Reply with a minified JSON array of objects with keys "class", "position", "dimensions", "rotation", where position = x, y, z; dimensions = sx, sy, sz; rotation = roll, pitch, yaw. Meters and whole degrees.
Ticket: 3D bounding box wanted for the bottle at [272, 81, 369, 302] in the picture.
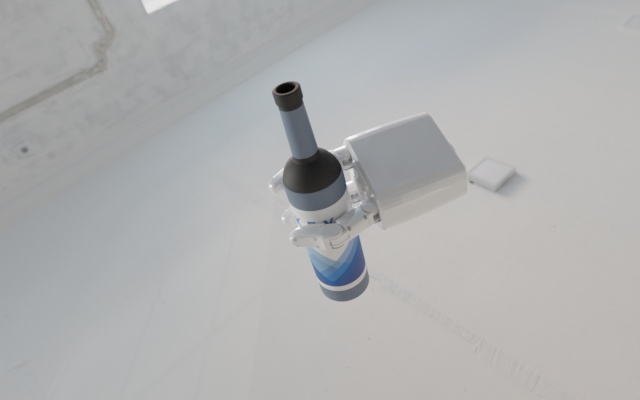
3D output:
[{"class":"bottle","position":[0.000,0.002,0.539],"dimensions":[0.069,0.296,0.069],"rotation":[-9,42,9]}]
